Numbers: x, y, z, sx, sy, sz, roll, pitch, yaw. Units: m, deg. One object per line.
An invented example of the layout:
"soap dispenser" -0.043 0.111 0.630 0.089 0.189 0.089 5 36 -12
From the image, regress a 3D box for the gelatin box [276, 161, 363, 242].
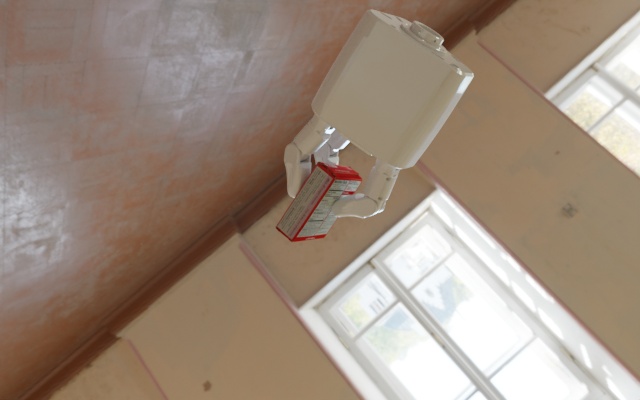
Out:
"gelatin box" 0.000 0.002 0.525 0.030 0.089 0.073 40 17 22
